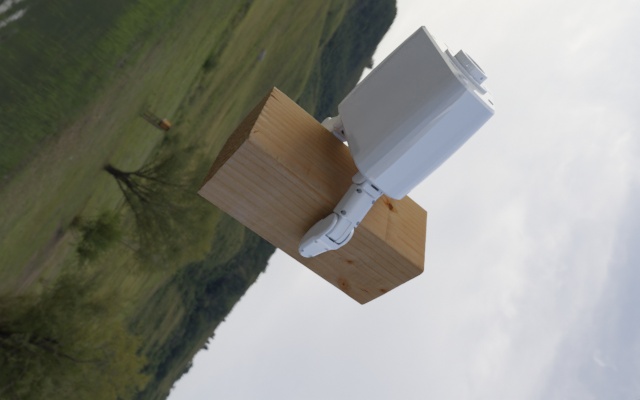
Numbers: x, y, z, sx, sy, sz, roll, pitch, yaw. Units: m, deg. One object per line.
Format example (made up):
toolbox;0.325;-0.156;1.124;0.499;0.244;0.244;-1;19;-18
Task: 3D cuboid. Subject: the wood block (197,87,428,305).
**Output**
wood block;0.000;0.002;0.469;0.206;0.090;0.090;37;-49;-18
